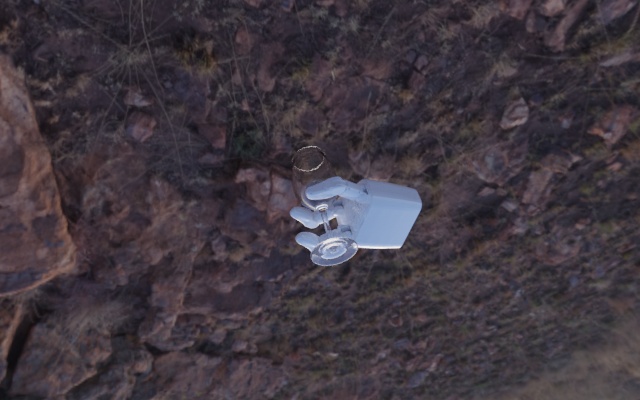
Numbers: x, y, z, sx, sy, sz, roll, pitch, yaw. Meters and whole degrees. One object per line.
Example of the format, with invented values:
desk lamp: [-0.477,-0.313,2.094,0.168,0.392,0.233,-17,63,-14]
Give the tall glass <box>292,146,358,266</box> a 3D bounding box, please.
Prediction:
tall glass: [0.000,0.003,0.784,0.079,0.201,0.079,-10,-38,-8]
